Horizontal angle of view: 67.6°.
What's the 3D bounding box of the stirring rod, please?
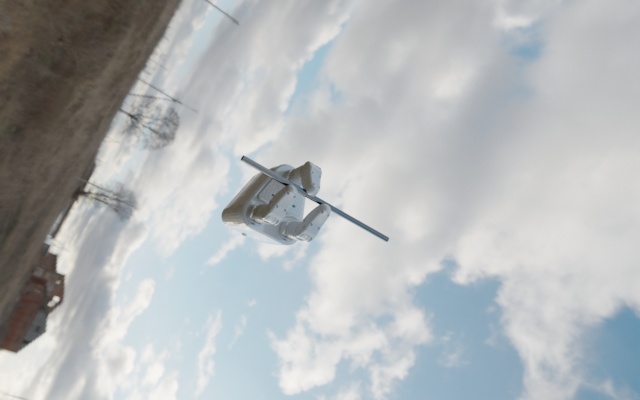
[{"bbox_3d":[0.000,0.002,0.630,0.239,0.011,0.011,29,-13,-25],"label":"stirring rod"}]
